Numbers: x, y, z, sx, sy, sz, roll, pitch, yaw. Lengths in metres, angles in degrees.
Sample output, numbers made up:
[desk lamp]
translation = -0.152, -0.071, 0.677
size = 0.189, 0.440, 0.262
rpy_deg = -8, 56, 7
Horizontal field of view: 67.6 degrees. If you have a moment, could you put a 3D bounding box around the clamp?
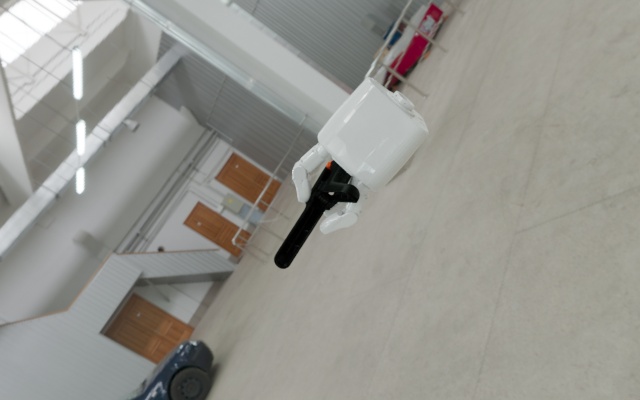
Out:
[clamp]
translation = 0.000, 0.001, 0.700
size = 0.036, 0.164, 0.210
rpy_deg = 39, 23, -12
